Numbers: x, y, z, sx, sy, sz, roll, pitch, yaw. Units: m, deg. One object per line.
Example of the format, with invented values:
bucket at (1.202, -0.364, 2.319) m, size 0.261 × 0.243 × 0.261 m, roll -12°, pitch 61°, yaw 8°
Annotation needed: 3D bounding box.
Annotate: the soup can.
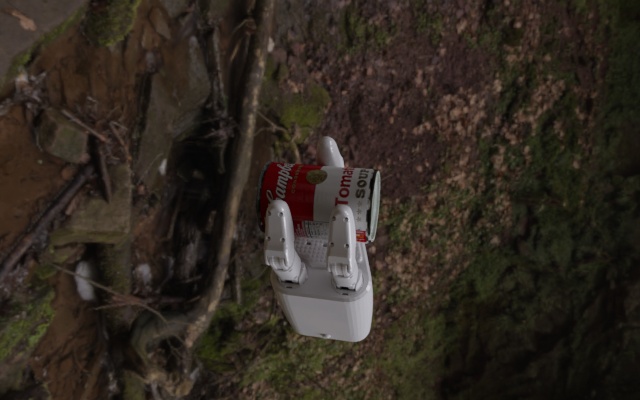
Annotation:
soup can at (0.000, 0.001, 0.437) m, size 0.102 × 0.068 × 0.068 m, roll 5°, pitch 1°, yaw 12°
